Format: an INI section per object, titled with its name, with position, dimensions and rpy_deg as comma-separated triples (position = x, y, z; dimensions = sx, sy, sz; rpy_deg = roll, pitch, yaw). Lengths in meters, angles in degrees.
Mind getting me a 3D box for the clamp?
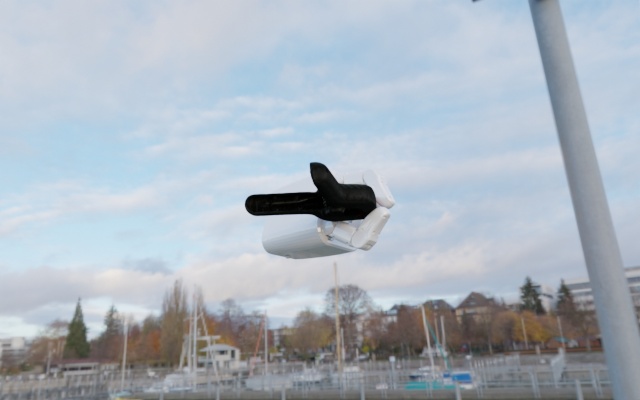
[clamp]
position = 0.000, 0.001, 0.560
dimensions = 0.120, 0.039, 0.171
rpy_deg = -14, -21, 34
